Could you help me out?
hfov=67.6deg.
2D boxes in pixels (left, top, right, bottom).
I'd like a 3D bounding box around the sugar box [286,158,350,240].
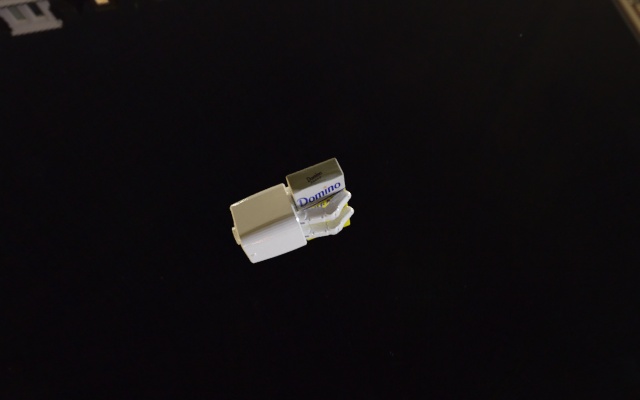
[{"bbox_3d":[0.000,0.003,0.871,0.093,0.048,0.176,-21,-29,-4],"label":"sugar box"}]
